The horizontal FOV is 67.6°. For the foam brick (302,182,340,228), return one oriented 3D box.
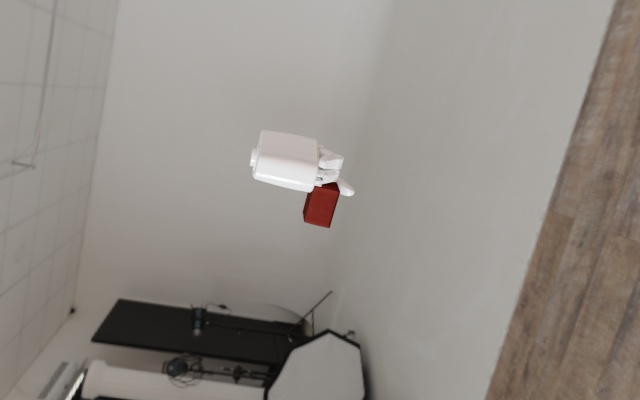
[{"bbox_3d":[0.000,0.003,0.900,0.051,0.078,0.053,11,21,-11],"label":"foam brick"}]
